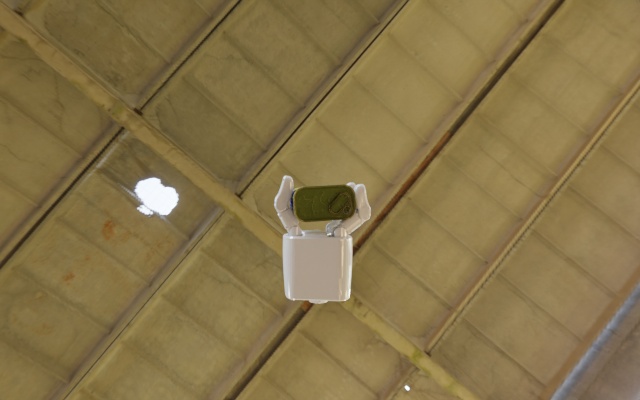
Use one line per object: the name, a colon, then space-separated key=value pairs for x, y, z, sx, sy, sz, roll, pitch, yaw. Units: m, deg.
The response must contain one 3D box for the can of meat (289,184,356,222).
can of meat: x=0.000 y=0.003 z=0.804 sx=0.102 sy=0.057 sz=0.084 roll=-4 pitch=3 yaw=-10
